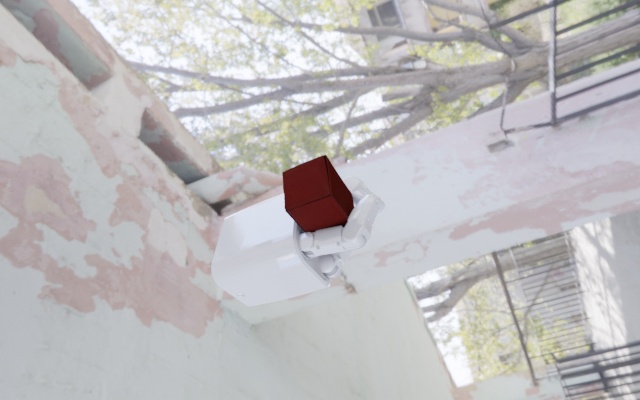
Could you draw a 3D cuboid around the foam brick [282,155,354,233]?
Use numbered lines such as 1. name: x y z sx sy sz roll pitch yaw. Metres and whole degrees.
1. foam brick: 0.000 0.001 0.498 0.051 0.053 0.078 -18 -38 16
